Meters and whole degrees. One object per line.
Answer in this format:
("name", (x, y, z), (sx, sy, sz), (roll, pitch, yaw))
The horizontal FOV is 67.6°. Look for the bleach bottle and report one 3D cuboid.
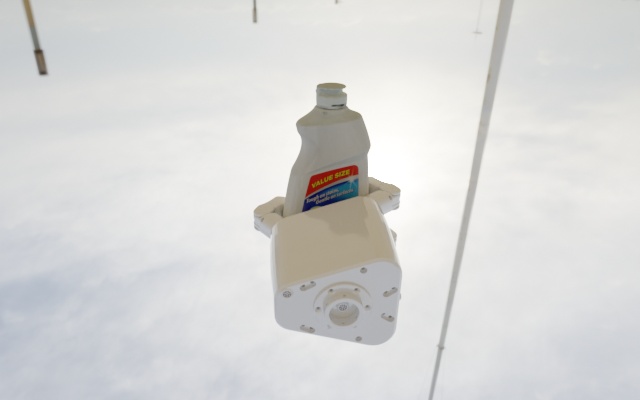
("bleach bottle", (0.000, 0.002, 0.515), (0.102, 0.251, 0.068), (-1, 27, -5))
